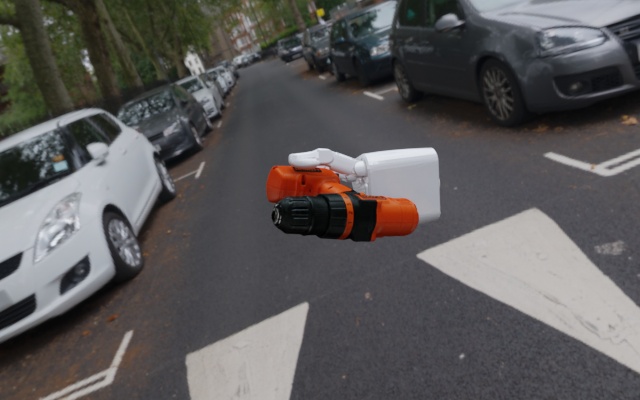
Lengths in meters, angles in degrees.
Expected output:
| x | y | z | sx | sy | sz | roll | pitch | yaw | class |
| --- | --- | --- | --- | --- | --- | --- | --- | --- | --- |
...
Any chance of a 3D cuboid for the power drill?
| x | y | z | sx | sy | sz | roll | pitch | yaw | class |
| --- | --- | --- | --- | --- | --- | --- | --- | --- | --- |
| 0.000 | 0.002 | 0.595 | 0.184 | 0.057 | 0.187 | 4 | 14 | -29 | power drill |
